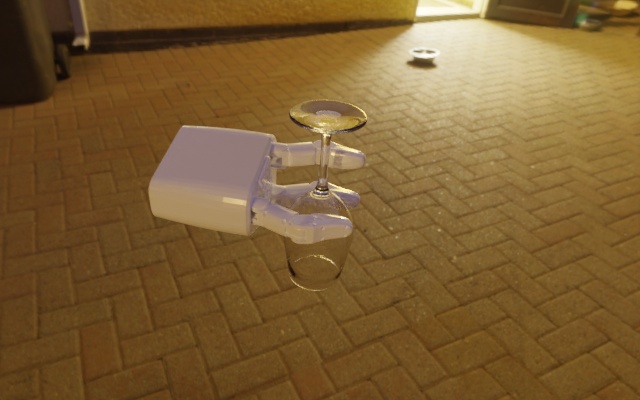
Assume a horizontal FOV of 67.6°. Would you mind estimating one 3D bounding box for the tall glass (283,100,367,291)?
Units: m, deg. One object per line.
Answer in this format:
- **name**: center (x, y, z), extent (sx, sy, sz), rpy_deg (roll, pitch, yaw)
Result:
- **tall glass**: center (0.000, 0.001, 0.506), extent (0.079, 0.201, 0.079), rpy_deg (3, 34, -2)
